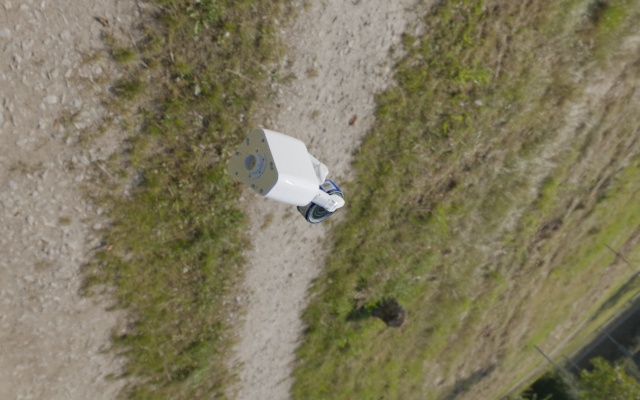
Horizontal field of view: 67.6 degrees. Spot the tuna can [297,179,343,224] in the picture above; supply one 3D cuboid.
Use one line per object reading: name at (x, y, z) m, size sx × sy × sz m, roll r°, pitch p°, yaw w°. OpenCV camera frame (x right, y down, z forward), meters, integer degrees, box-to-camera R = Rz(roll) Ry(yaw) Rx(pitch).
tuna can at (0.001, 0.003, 0.888) m, size 0.086 × 0.086 × 0.033 m, roll 0°, pitch 42°, yaw -53°
